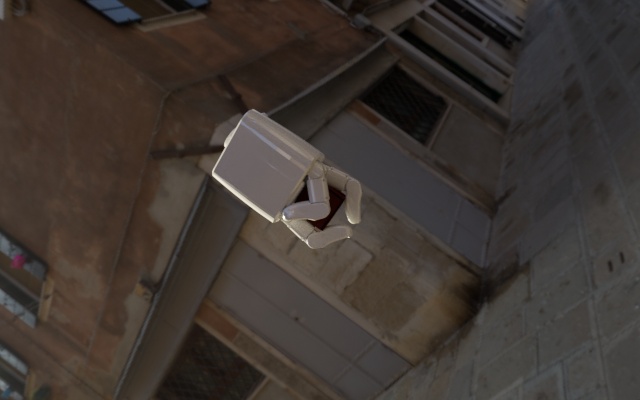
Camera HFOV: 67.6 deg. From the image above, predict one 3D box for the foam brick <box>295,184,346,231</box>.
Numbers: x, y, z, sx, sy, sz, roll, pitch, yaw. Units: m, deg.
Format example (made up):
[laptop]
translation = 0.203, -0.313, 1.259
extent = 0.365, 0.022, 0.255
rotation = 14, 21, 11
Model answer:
[foam brick]
translation = 0.000, 0.002, 0.650
extent = 0.051, 0.053, 0.078
rotation = 35, 6, 3
